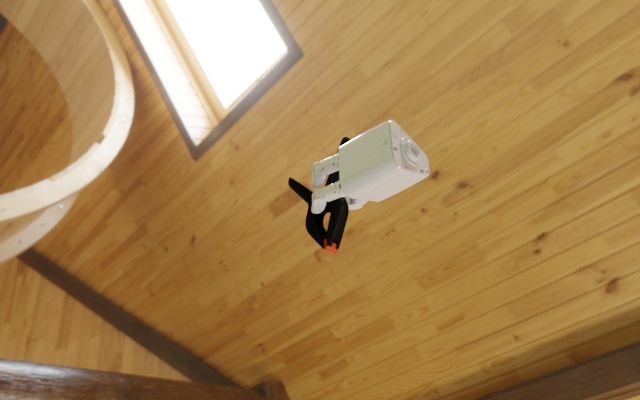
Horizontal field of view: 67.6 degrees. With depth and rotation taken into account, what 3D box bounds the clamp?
[{"bbox_3d":[0.001,0.004,0.871,0.036,0.209,0.164,25,-39,-38],"label":"clamp"}]
